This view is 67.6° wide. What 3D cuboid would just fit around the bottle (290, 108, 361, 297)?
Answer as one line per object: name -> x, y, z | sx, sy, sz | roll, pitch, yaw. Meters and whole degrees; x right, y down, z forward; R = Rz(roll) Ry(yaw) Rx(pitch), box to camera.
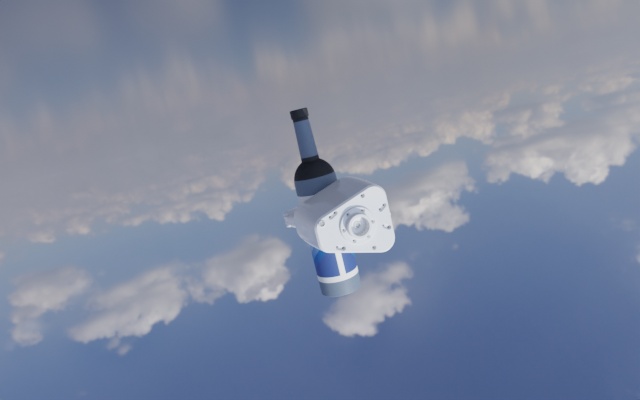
bottle -> 0.000, 0.003, 0.751 | 0.069, 0.296, 0.069 | -13, 11, 2
